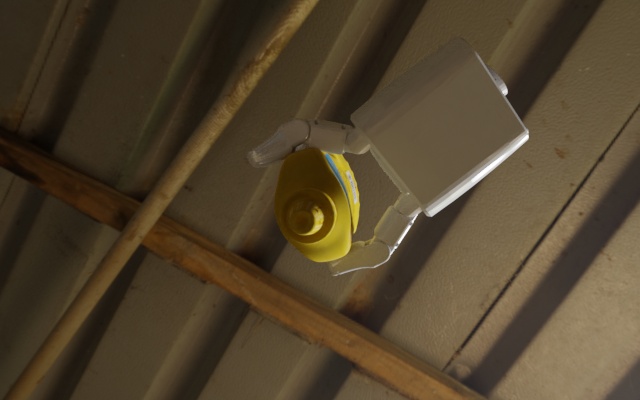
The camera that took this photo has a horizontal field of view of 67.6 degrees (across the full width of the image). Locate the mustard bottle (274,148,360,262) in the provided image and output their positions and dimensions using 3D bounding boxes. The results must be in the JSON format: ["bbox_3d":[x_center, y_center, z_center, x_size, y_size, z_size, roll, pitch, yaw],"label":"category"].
[{"bbox_3d":[0.000,0.001,0.416,0.058,0.096,0.191,-13,6,8],"label":"mustard bottle"}]
